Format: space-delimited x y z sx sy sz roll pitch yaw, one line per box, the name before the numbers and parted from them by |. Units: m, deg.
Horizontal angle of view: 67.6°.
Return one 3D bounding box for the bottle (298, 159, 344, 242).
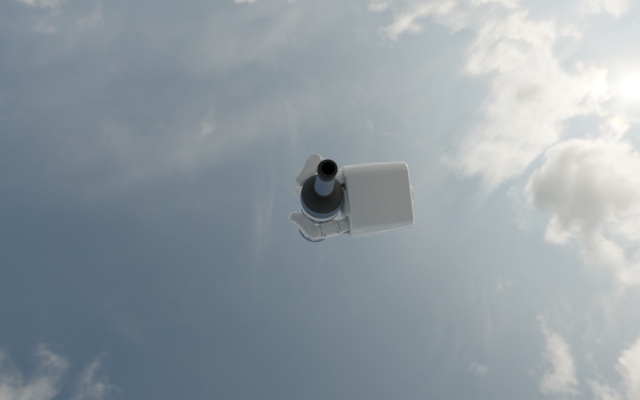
bottle | 0.000 0.003 0.771 0.069 0.069 0.296 0 -18 -4
